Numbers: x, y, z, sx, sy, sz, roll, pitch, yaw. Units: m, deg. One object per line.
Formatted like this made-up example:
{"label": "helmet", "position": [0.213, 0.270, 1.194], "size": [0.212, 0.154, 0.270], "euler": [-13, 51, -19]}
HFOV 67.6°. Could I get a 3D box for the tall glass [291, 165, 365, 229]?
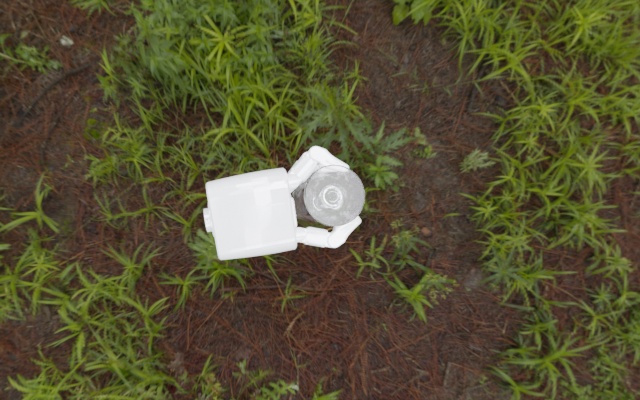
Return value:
{"label": "tall glass", "position": [0.000, 0.002, 0.665], "size": [0.079, 0.079, 0.201], "euler": [0, -5, -9]}
